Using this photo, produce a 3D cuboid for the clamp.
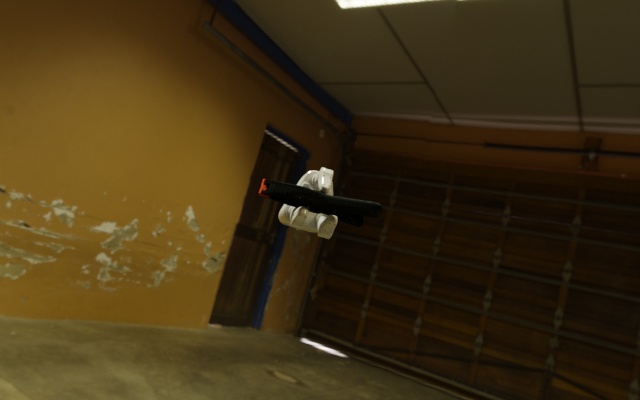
[{"bbox_3d":[0.000,0.002,0.827,0.210,0.036,0.164,17,-12,-10],"label":"clamp"}]
